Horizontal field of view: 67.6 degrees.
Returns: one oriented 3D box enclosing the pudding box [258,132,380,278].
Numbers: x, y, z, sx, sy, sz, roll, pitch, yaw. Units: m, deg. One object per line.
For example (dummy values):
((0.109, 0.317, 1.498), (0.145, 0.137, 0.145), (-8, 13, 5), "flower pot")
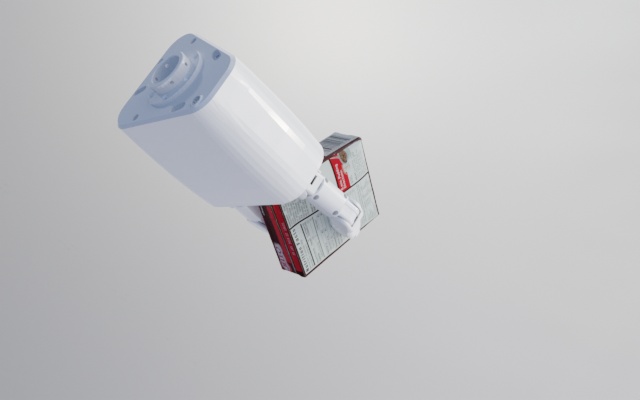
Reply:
((0.000, 0.001, 0.439), (0.113, 0.090, 0.039), (-35, 33, -32), "pudding box")
